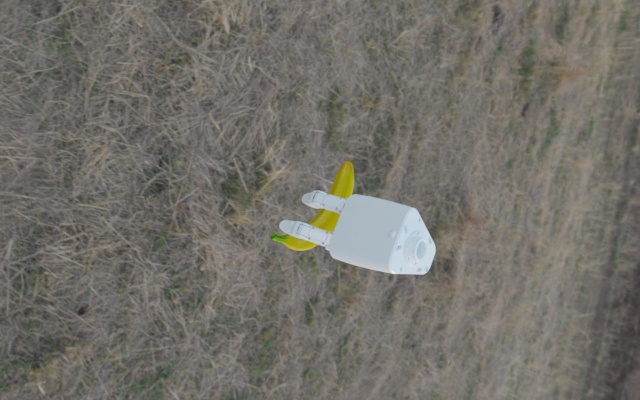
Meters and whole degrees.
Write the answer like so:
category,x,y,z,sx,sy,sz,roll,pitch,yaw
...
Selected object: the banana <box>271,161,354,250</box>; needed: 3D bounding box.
category,x,y,z,sx,sy,sz,roll,pitch,yaw
banana,0.006,0.019,0.786,0.037,0.070,0.197,9,47,47
